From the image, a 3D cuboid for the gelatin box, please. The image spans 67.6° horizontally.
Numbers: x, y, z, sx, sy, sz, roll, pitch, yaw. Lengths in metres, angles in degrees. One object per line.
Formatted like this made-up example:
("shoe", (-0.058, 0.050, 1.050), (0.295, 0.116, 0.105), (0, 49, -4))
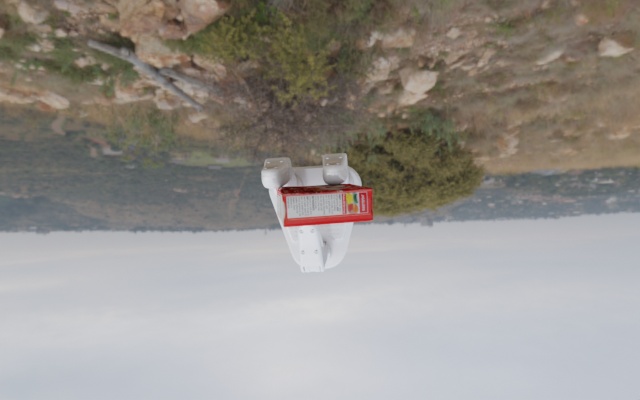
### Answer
("gelatin box", (0.000, 0.002, 0.416), (0.073, 0.030, 0.089), (-3, 5, -8))
